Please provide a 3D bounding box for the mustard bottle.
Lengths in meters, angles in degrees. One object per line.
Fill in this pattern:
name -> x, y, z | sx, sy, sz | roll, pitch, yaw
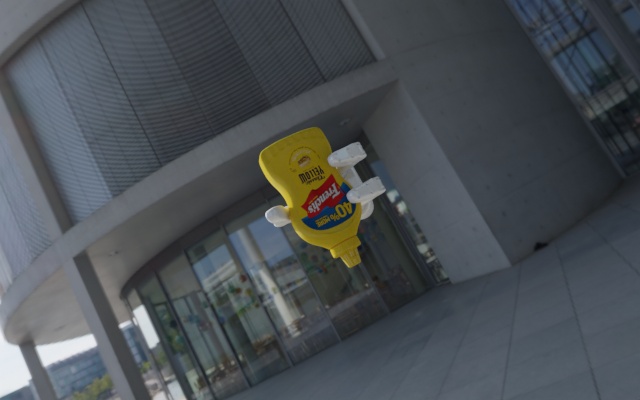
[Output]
mustard bottle -> 0.000, 0.002, 0.642 | 0.096, 0.191, 0.058 | -26, -10, -17
